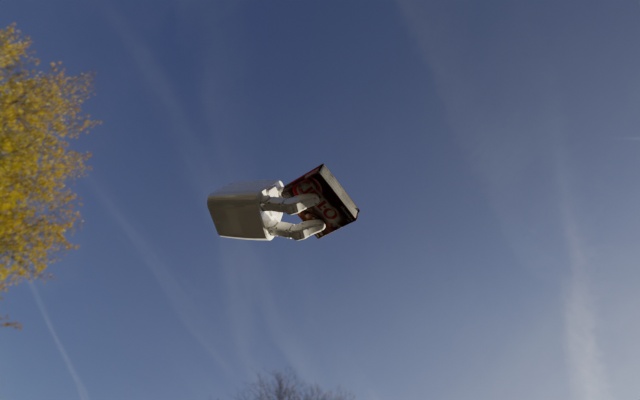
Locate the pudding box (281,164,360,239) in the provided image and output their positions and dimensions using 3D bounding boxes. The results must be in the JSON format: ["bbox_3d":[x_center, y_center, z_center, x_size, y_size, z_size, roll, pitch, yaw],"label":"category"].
[{"bbox_3d":[0.000,0.003,0.837,0.090,0.113,0.039,-28,22,33],"label":"pudding box"}]
